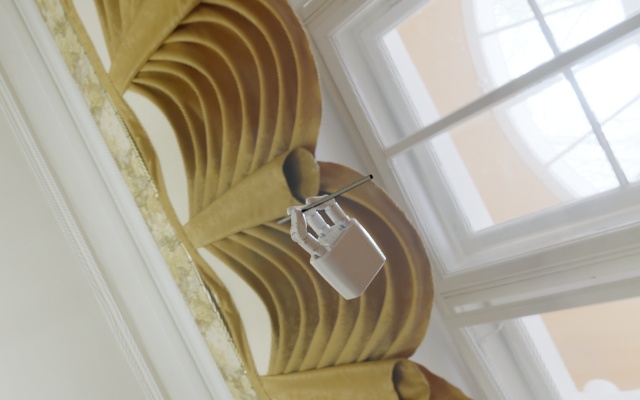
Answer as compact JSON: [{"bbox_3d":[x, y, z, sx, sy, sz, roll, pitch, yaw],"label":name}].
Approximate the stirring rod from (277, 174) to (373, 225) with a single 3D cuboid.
[{"bbox_3d":[0.000,0.003,0.828,0.011,0.011,0.239,0,-19,-44],"label":"stirring rod"}]
